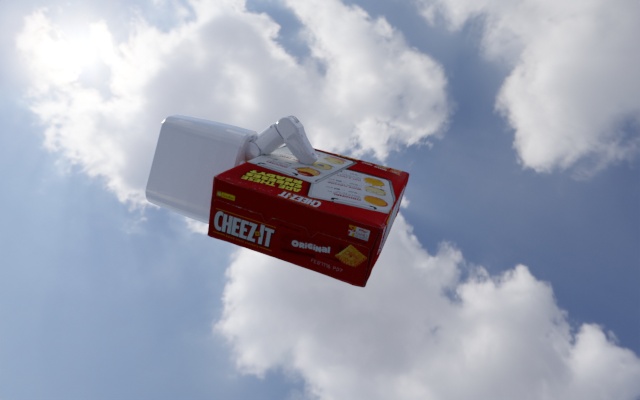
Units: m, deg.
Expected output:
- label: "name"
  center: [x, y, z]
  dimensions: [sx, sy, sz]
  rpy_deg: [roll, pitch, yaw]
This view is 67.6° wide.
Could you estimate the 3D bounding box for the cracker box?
- label: "cracker box"
  center: [0.000, 0.002, 0.528]
  dimensions: [0.164, 0.072, 0.213]
  rpy_deg: [16, 20, 12]
